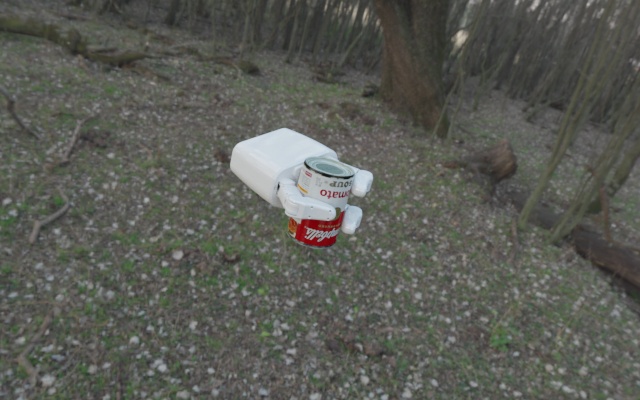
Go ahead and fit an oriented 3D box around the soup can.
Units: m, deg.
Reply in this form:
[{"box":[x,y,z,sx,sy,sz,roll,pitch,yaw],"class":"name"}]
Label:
[{"box":[0.000,0.002,0.618,0.068,0.102,0.068,13,22,-5],"class":"soup can"}]
